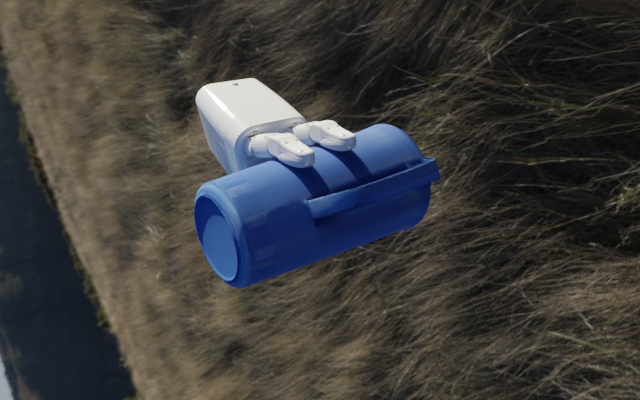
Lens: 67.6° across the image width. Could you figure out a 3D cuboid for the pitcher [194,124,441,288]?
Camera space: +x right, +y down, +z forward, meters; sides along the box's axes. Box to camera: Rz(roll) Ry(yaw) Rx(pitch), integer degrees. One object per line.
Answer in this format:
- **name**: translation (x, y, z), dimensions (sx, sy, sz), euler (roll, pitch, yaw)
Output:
- **pitcher**: translation (0.000, 0.002, 0.513), dimensions (0.243, 0.149, 0.145), euler (-20, 51, -34)
